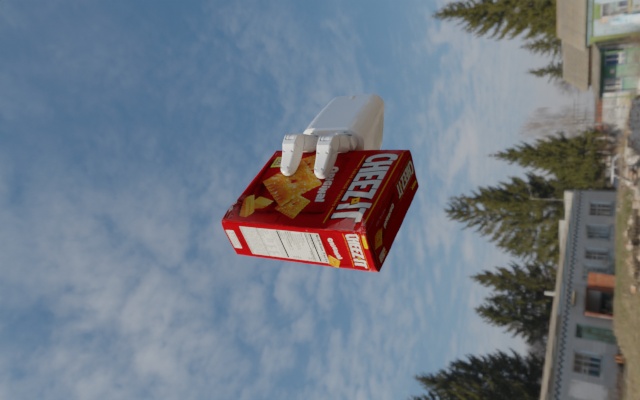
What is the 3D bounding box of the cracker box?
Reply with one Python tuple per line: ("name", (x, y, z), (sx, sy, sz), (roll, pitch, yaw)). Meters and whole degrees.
("cracker box", (0.000, 0.002, 0.631), (0.213, 0.072, 0.164), (3, 41, 31))
